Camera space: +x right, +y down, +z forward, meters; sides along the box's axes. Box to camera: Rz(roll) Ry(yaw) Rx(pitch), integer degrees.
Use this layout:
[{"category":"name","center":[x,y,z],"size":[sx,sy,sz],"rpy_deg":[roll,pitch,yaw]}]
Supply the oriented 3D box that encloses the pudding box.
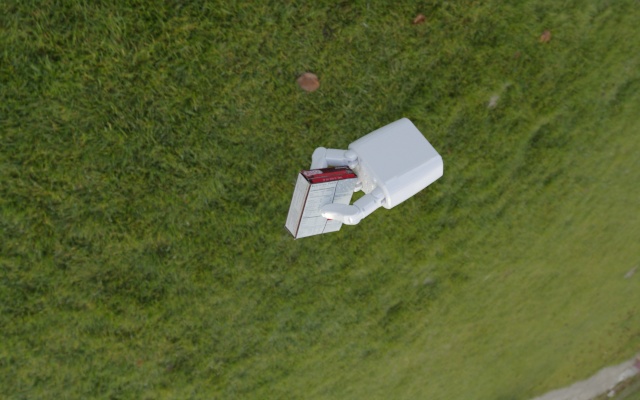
[{"category":"pudding box","center":[0.000,0.003,0.741],"size":[0.090,0.114,0.039],"rpy_deg":[-8,41,-32]}]
